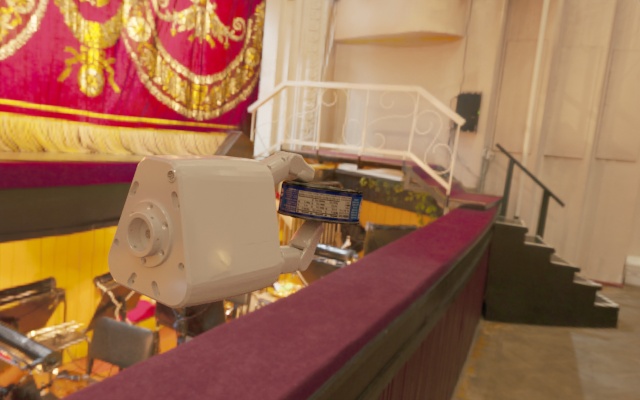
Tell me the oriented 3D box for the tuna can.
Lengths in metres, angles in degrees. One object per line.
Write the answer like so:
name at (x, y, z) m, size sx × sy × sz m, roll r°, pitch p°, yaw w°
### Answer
tuna can at (0.000, 0.001, 0.490) m, size 0.086 × 0.034 × 0.086 m, roll 8°, pitch 3°, yaw 0°
